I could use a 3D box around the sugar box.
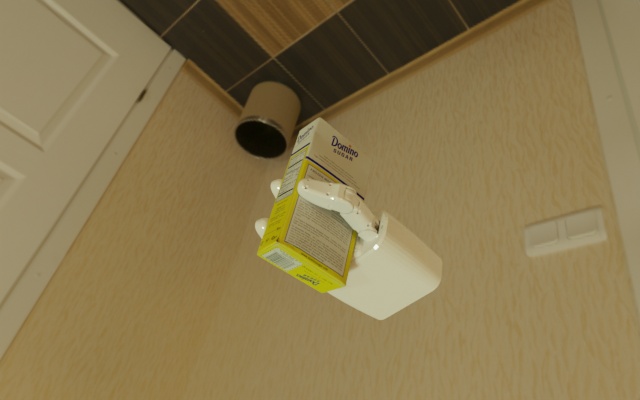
[{"bbox_3d":[0.000,0.002,0.531,0.093,0.176,0.048,36,-42,-25],"label":"sugar box"}]
